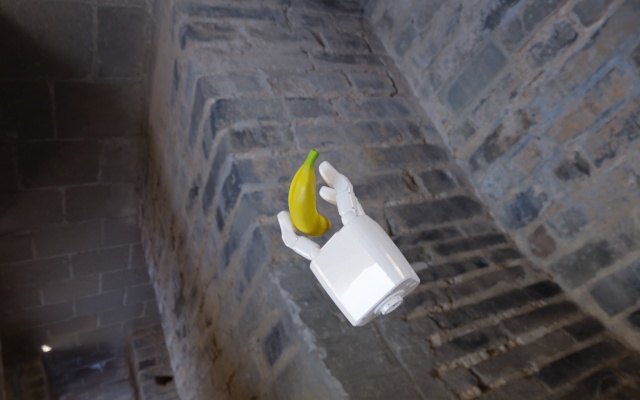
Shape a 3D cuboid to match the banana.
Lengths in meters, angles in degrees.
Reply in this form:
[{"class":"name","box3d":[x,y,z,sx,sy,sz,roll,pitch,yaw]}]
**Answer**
[{"class":"banana","box3d":[-0.013,0.012,0.693,0.037,0.069,0.198,40,-21,25]}]
